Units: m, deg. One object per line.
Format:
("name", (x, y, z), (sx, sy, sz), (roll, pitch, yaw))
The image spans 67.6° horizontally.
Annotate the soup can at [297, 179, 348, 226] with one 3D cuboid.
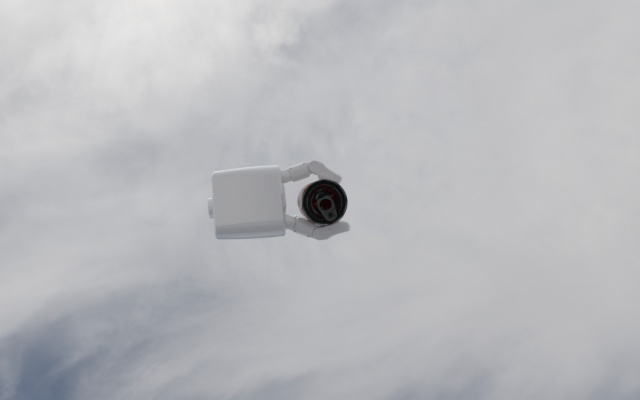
("soup can", (0.001, 0.002, 0.743), (0.068, 0.068, 0.102), (0, 1, -7))
